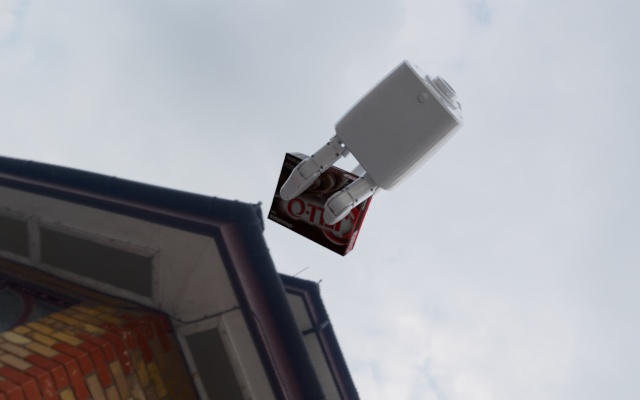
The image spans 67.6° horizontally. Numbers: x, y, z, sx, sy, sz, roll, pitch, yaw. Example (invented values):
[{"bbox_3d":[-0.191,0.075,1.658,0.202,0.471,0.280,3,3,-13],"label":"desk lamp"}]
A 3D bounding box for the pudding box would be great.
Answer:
[{"bbox_3d":[0.000,0.002,0.573,0.113,0.090,0.039,25,20,21],"label":"pudding box"}]
